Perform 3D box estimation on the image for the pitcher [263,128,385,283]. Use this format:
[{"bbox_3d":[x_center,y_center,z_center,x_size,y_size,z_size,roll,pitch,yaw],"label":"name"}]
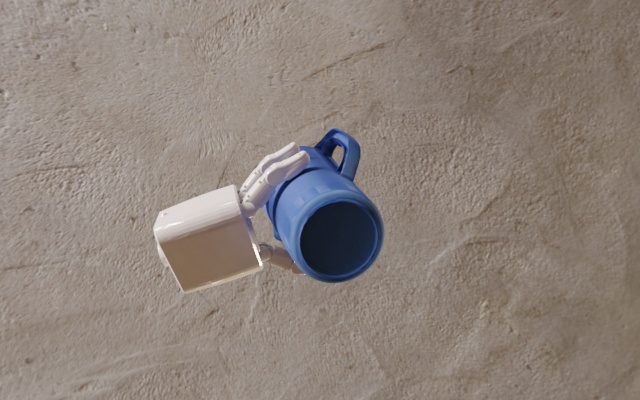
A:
[{"bbox_3d":[0.000,0.002,0.620,0.145,0.149,0.242,-18,18,-8],"label":"pitcher"}]
